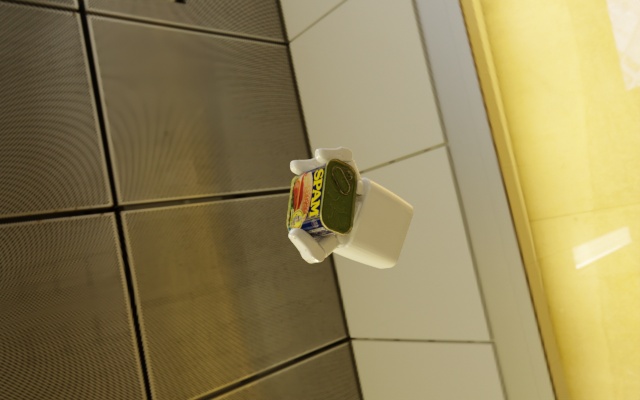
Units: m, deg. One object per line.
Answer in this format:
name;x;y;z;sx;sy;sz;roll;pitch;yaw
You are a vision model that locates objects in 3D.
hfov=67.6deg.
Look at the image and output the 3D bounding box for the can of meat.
can of meat;0.000;0.002;0.669;0.057;0.102;0.084;22;-25;-35
